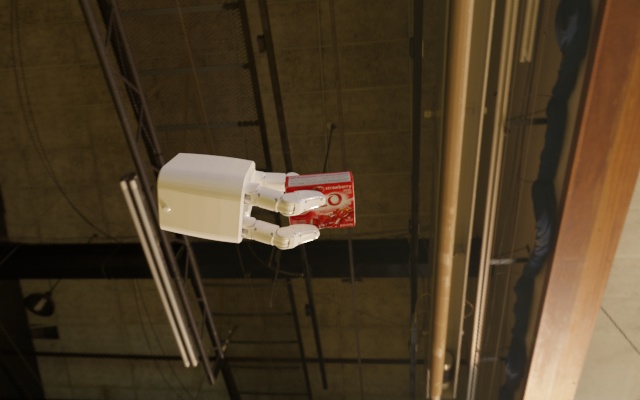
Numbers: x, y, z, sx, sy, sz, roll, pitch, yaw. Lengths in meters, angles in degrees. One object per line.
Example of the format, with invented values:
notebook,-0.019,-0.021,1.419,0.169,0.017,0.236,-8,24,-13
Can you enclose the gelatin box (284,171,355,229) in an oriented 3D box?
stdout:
gelatin box,0.000,0.002,0.634,0.089,0.073,0.030,-5,35,1
